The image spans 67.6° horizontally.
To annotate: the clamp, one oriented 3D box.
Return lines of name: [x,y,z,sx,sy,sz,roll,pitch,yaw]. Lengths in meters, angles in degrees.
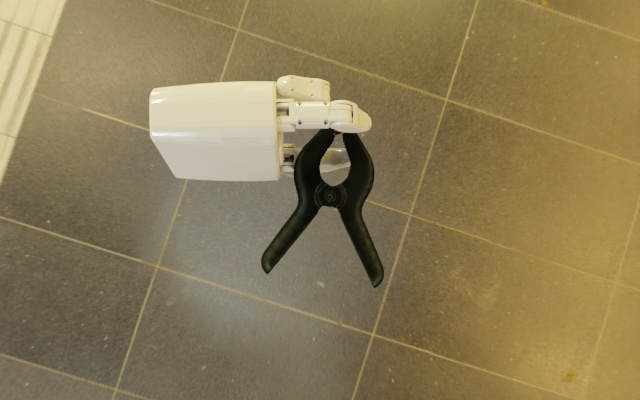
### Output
clamp: [0.000,0.001,0.469,0.120,0.171,0.039,-2,-2,-4]
